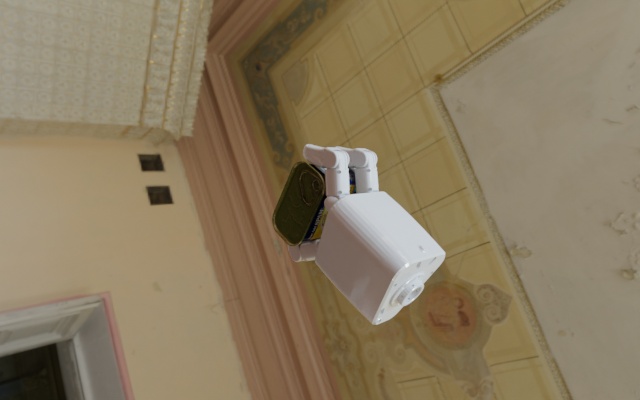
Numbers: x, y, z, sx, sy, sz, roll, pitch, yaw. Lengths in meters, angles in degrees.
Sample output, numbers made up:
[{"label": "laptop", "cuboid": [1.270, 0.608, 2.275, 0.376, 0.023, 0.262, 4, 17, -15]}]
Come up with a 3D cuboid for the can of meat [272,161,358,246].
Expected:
[{"label": "can of meat", "cuboid": [0.000, 0.002, 0.591, 0.084, 0.102, 0.057, -5, 39, -46]}]
